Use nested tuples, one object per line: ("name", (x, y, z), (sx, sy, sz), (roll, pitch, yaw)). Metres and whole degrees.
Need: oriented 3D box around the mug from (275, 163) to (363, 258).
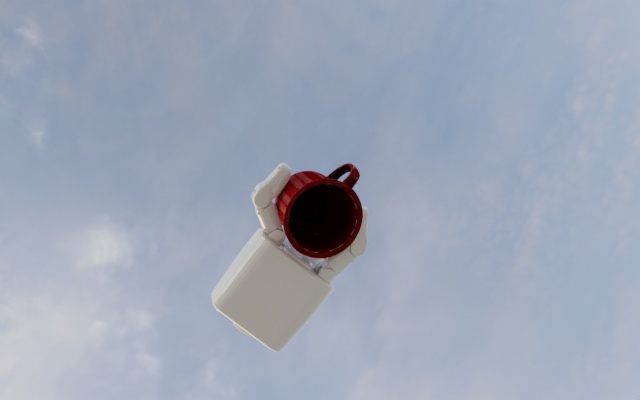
("mug", (0.001, 0.001, 0.567), (0.093, 0.117, 0.081), (39, 1, -23))
